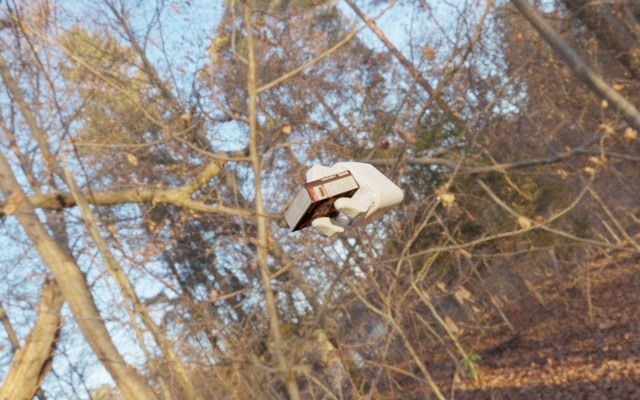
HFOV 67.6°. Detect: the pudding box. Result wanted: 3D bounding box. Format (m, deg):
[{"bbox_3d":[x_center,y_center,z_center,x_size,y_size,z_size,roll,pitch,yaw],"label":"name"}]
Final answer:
[{"bbox_3d":[0.000,0.002,0.763,0.090,0.039,0.113,-19,-21,-29],"label":"pudding box"}]
